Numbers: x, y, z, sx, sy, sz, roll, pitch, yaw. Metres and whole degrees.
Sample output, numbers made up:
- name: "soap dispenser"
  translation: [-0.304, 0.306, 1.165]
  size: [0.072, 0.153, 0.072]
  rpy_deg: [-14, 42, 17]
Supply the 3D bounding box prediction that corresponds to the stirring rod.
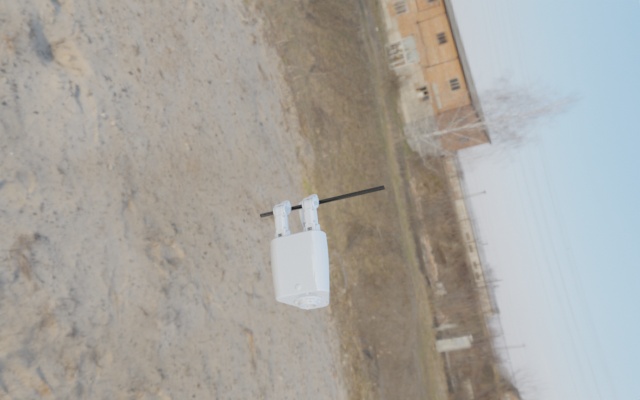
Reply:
- name: "stirring rod"
  translation: [0.000, 0.003, 0.883]
  size: [0.239, 0.011, 0.011]
  rpy_deg: [-13, -3, 13]
